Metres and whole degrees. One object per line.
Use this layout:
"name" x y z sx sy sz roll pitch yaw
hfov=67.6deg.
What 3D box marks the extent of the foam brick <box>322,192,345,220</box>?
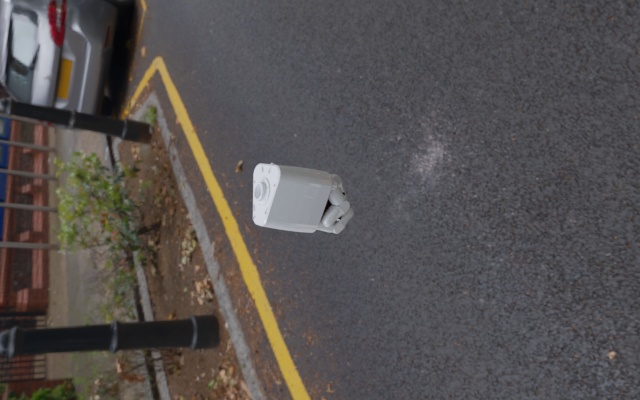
"foam brick" 0.000 0.003 0.890 0.051 0.053 0.078 8 2 -35
